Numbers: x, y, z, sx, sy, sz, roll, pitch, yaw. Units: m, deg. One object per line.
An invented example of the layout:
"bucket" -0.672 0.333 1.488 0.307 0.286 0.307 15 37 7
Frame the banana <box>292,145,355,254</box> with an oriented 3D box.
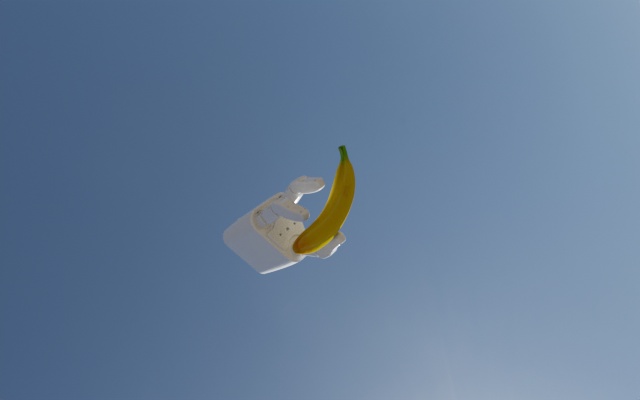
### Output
"banana" 0.013 0.011 0.706 0.037 0.197 0.070 -15 -49 43
